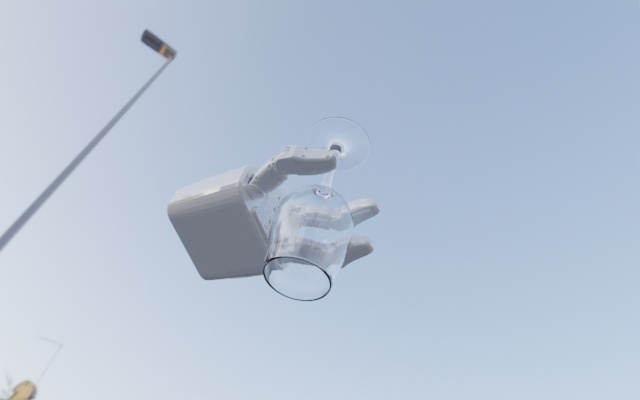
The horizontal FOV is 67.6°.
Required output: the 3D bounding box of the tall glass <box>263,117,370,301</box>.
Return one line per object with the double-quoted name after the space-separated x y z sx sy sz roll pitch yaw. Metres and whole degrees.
0.000 0.001 0.481 0.079 0.079 0.201 0 42 16 "tall glass"
